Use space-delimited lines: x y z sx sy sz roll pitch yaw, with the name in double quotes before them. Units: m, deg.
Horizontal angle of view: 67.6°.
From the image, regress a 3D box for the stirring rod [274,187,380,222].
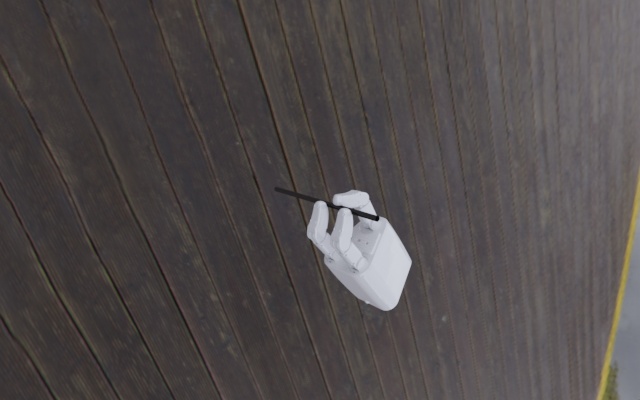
"stirring rod" 0.000 0.002 0.724 0.011 0.011 0.239 0 10 -40
